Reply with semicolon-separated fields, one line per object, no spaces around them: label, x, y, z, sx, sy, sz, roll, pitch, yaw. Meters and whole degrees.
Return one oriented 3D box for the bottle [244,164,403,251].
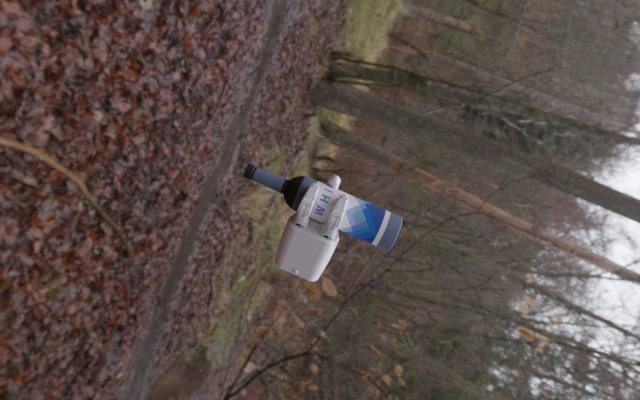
bottle;0.000;0.003;0.868;0.296;0.069;0.069;23;0;1
